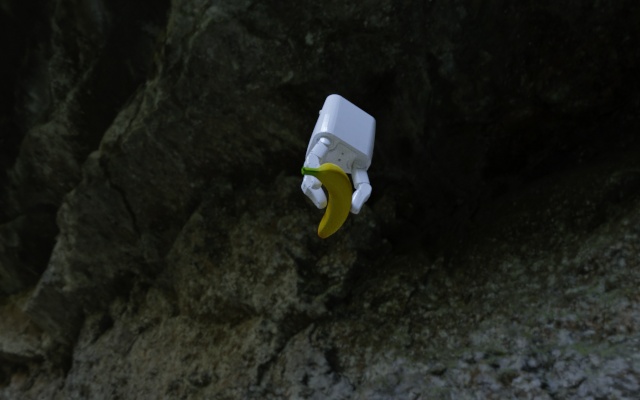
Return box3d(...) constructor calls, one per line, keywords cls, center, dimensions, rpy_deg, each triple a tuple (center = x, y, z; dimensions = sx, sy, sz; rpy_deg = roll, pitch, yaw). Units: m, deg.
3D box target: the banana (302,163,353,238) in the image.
box3d(cls="banana", center=(0.018, -0.002, 0.768), dimensions=(0.069, 0.037, 0.198), rpy_deg=(-7, -36, 5))
